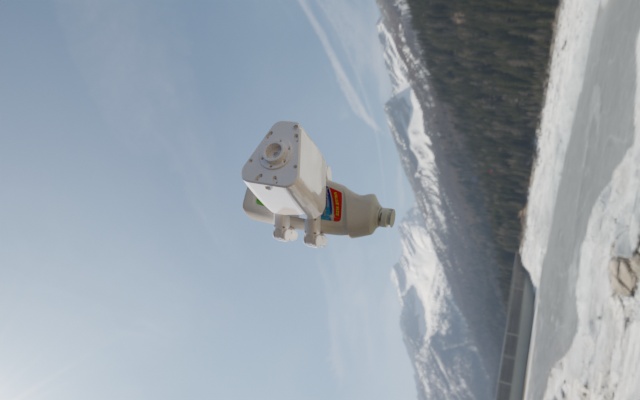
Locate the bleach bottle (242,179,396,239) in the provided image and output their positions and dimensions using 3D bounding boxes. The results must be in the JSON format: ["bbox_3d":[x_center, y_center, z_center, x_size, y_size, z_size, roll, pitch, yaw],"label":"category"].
[{"bbox_3d":[0.000,0.003,0.786,0.251,0.102,0.068,9,-21,23],"label":"bleach bottle"}]
